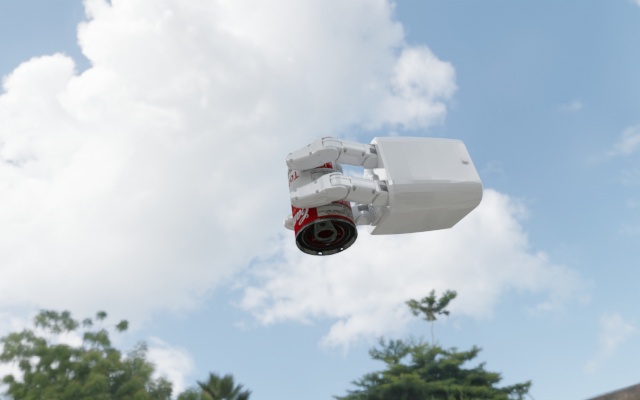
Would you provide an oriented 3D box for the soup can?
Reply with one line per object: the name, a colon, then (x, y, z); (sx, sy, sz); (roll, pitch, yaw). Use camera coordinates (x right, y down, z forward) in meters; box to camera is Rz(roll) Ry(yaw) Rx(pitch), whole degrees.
soup can: (0.000, 0.002, 0.539); (0.068, 0.102, 0.069); (-6, -38, -5)
